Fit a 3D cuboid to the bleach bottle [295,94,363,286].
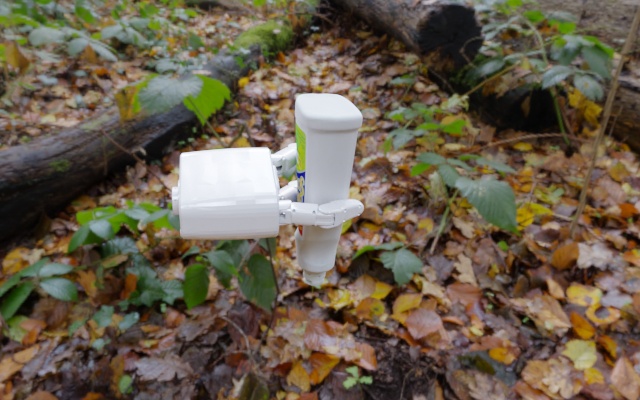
[{"bbox_3d":[0.000,0.002,0.596,0.068,0.251,0.102,-3,28,-12],"label":"bleach bottle"}]
